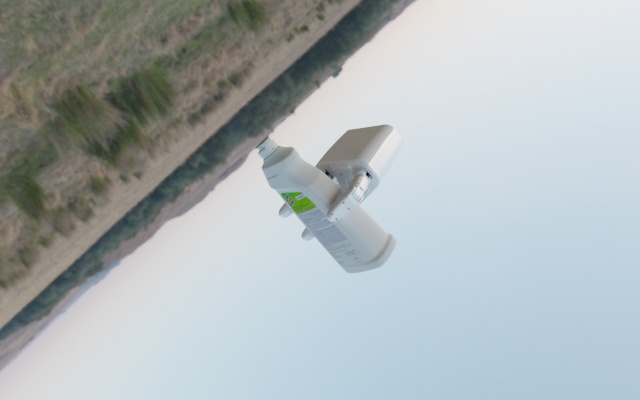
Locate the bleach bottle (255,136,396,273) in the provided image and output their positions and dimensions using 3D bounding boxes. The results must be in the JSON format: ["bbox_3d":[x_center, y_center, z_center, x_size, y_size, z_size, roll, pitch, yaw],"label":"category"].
[{"bbox_3d":[0.000,0.002,0.727,0.102,0.251,0.068,-23,24,49],"label":"bleach bottle"}]
